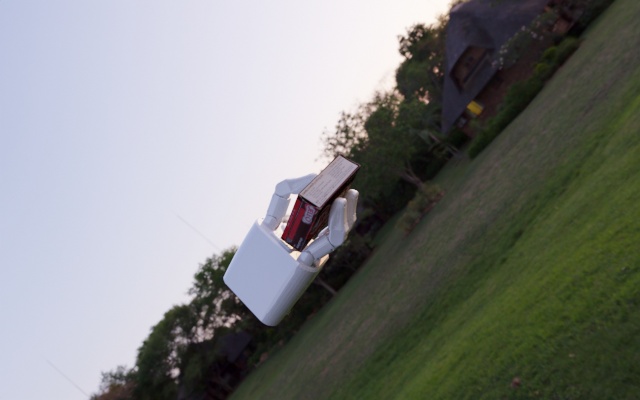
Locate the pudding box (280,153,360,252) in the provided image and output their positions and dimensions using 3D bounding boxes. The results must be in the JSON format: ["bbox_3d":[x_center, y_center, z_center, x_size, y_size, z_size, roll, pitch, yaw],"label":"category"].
[{"bbox_3d":[0.000,0.002,0.627,0.039,0.090,0.113,33,45,7],"label":"pudding box"}]
